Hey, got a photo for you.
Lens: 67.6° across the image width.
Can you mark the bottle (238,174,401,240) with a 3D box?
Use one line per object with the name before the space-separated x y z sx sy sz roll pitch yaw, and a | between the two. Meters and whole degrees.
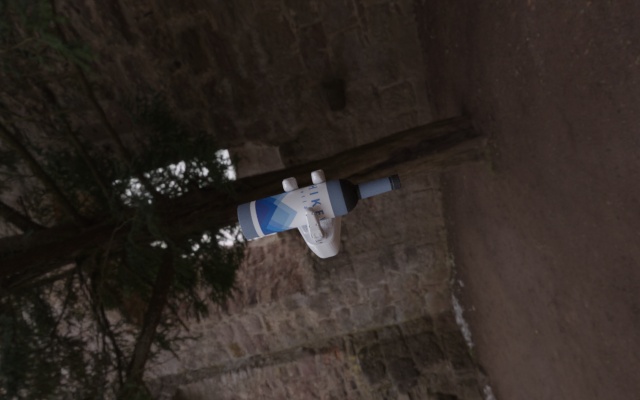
bottle | 0.000 0.003 0.871 0.296 0.069 0.069 -15 -1 4
